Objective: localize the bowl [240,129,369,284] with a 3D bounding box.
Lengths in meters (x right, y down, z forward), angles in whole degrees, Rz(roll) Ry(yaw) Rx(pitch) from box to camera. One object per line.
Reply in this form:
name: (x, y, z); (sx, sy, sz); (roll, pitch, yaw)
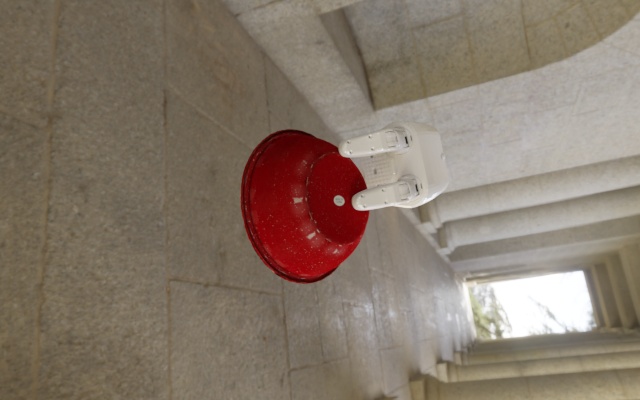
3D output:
bowl: (0.000, 0.002, 0.479); (0.055, 0.162, 0.162); (-11, -8, 44)
